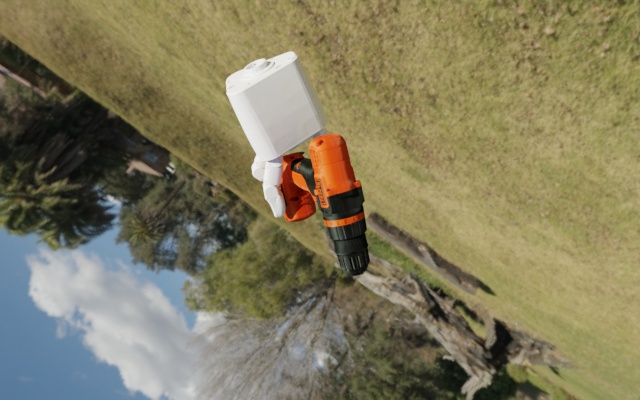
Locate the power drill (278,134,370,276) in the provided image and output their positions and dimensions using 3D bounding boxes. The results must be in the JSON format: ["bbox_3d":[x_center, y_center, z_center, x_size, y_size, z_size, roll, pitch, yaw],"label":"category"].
[{"bbox_3d":[0.000,0.002,0.663,0.057,0.184,0.187,-16,11,-24],"label":"power drill"}]
